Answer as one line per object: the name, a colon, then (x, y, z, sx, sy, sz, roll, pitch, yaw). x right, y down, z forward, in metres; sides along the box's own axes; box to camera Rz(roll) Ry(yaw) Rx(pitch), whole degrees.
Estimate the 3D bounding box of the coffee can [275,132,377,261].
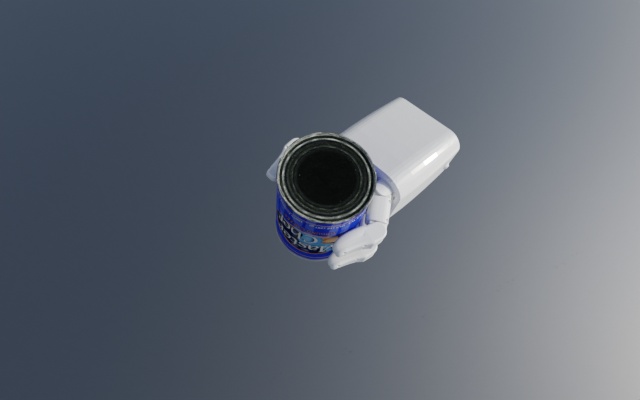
coffee can: (0.000, 0.002, 0.545, 0.103, 0.102, 0.140, 0, -22, -6)
